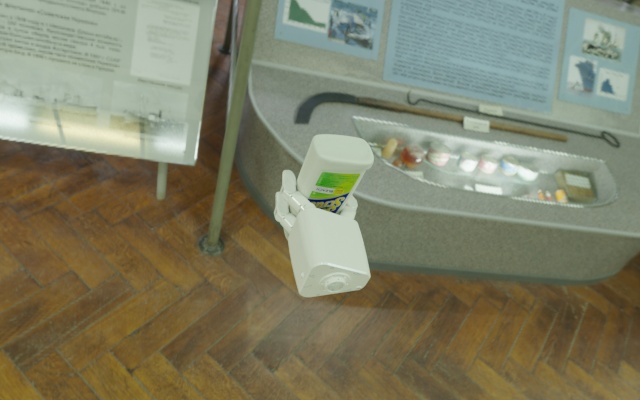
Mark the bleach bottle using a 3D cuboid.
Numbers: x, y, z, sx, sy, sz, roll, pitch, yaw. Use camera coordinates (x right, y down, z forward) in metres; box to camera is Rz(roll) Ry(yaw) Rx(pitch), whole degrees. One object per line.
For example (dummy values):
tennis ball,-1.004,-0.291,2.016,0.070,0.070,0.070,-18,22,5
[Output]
bleach bottle,0.000,0.003,0.823,0.102,0.068,0.251,4,-44,-19
